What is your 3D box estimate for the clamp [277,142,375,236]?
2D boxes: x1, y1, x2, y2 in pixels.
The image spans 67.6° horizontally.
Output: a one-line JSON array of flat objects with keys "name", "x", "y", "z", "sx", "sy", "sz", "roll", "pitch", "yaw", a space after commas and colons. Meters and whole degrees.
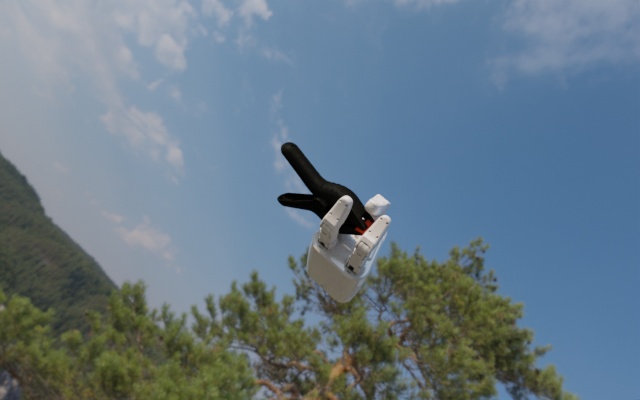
[{"name": "clamp", "x": 0.001, "y": 0.002, "z": 0.696, "sx": 0.039, "sy": 0.171, "sz": 0.120, "roll": -40, "pitch": -18, "yaw": -30}]
